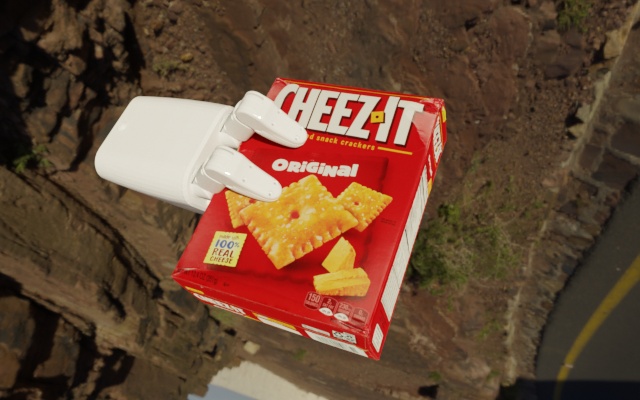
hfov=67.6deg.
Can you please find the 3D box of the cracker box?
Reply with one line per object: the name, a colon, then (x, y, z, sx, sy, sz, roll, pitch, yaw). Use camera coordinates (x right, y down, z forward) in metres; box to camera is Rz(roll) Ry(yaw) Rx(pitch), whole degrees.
cracker box: (0.000, 0.002, 0.406, 0.164, 0.213, 0.072, 13, -26, 20)
